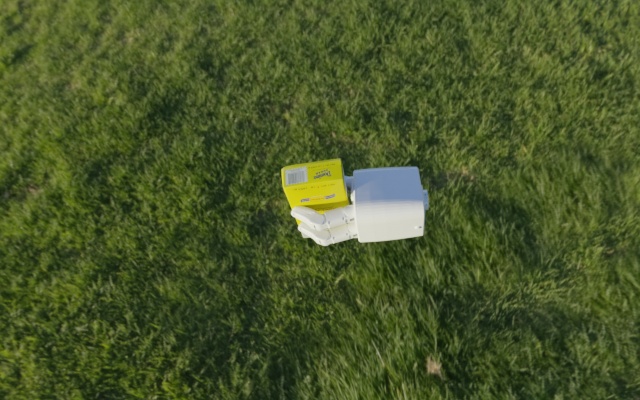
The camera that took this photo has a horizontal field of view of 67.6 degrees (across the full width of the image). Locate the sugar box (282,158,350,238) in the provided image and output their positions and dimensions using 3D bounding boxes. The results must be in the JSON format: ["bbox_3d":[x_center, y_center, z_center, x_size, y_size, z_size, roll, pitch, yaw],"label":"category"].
[{"bbox_3d":[0.000,0.003,0.781,0.093,0.048,0.176,-8,-33,6],"label":"sugar box"}]
